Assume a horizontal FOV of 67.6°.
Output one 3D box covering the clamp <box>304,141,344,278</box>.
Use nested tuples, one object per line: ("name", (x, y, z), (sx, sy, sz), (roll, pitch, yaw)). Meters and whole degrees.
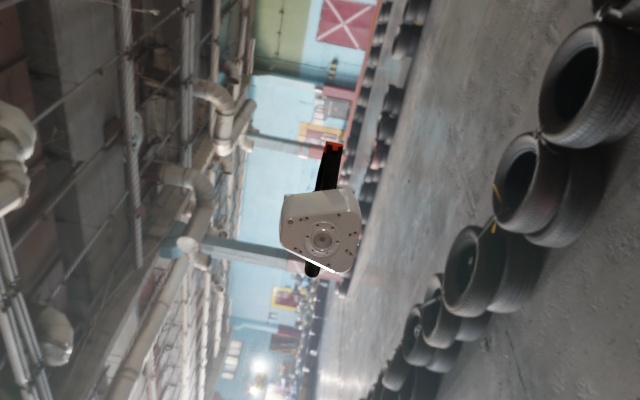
("clamp", (-0.001, 0.002, 0.798), (0.036, 0.210, 0.164), (10, 14, -8))
